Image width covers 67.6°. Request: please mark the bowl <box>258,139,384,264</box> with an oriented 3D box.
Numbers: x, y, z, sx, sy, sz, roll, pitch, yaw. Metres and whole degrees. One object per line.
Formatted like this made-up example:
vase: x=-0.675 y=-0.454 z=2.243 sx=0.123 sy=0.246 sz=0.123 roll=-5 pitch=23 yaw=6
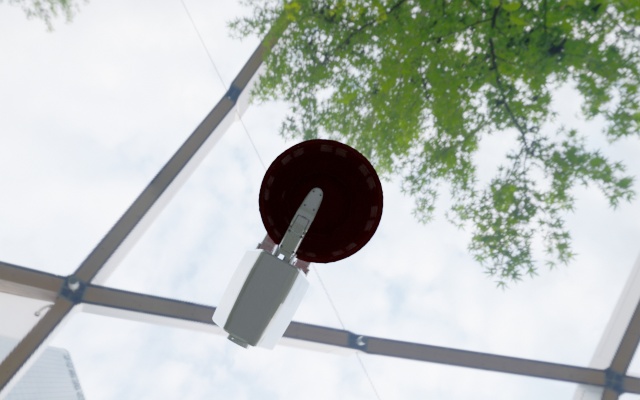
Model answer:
bowl: x=0.001 y=0.001 z=0.637 sx=0.162 sy=0.162 sz=0.055 roll=0 pitch=-4 yaw=-3
